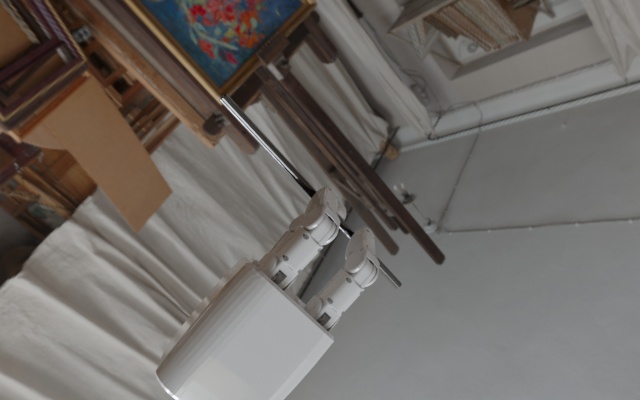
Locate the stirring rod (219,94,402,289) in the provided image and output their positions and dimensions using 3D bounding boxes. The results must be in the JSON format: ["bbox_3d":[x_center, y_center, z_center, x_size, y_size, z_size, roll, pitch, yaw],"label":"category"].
[{"bbox_3d":[0.000,0.001,0.415,0.240,0.011,0.011,47,-23,-23],"label":"stirring rod"}]
